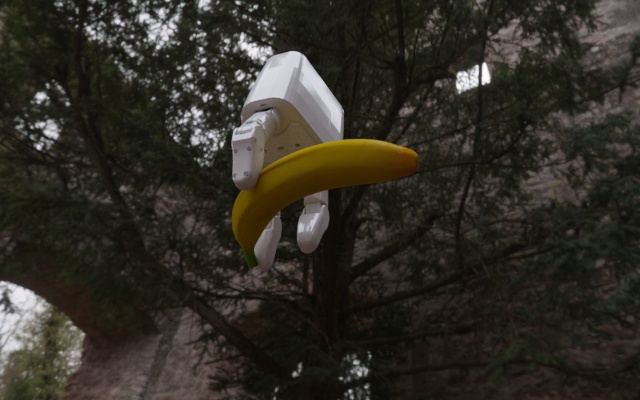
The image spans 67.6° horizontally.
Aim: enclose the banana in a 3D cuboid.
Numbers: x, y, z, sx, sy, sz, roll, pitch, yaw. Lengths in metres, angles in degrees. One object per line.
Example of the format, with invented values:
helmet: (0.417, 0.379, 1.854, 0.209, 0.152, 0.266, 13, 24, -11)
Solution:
banana: (-0.015, -0.009, 0.404, 0.198, 0.037, 0.070, -31, -62, 32)
